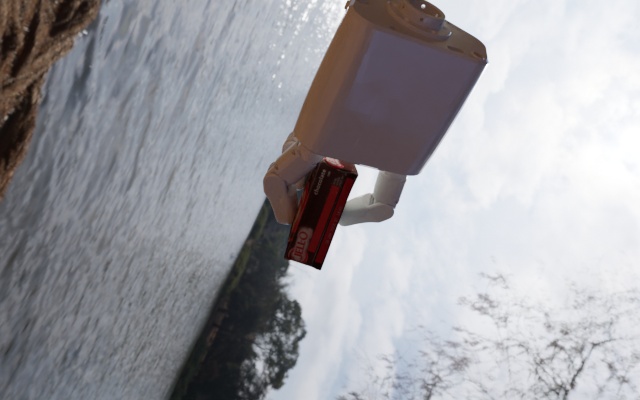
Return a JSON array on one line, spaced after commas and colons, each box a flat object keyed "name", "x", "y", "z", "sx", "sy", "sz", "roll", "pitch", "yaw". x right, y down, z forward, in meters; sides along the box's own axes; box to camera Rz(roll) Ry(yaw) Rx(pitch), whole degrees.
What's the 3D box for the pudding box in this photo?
[{"name": "pudding box", "x": 0.000, "y": 0.001, "z": 0.440, "sx": 0.039, "sy": 0.090, "sz": 0.113, "roll": 21, "pitch": 12, "yaw": -2}]
